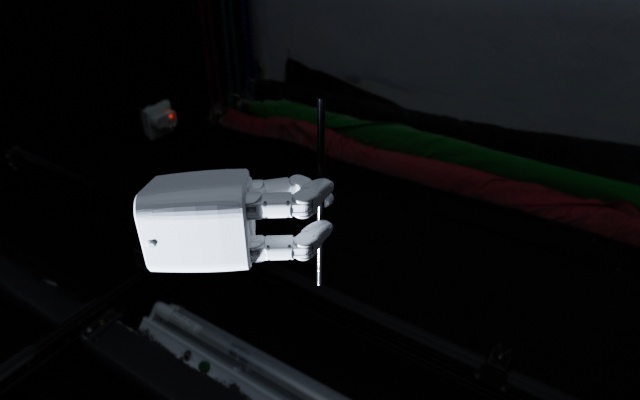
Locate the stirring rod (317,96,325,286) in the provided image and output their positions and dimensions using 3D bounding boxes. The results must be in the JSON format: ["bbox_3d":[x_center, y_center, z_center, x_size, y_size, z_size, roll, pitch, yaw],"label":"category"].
[{"bbox_3d":[0.000,0.002,0.527,0.011,0.240,0.011,0,33,0],"label":"stirring rod"}]
